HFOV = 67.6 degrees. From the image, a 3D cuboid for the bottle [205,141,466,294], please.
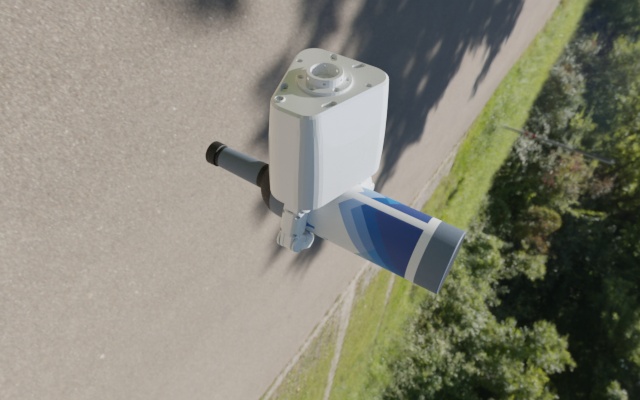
[{"bbox_3d":[0.000,0.002,0.507,0.295,0.069,0.069,25,9,20],"label":"bottle"}]
